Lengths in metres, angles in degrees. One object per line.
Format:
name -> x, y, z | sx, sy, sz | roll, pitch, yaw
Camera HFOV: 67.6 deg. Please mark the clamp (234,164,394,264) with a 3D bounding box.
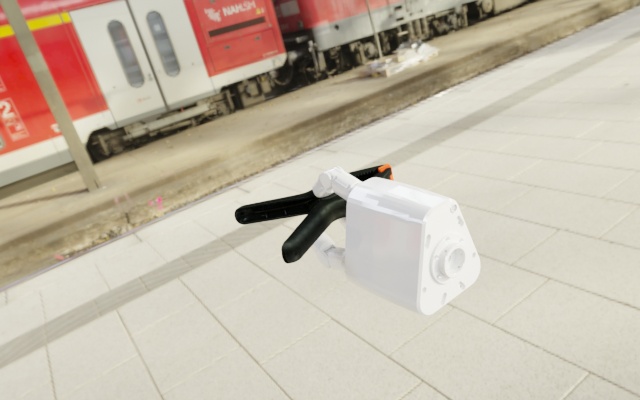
clamp -> 0.000, 0.001, 0.606 | 0.210, 0.036, 0.164 | -28, 27, -28
